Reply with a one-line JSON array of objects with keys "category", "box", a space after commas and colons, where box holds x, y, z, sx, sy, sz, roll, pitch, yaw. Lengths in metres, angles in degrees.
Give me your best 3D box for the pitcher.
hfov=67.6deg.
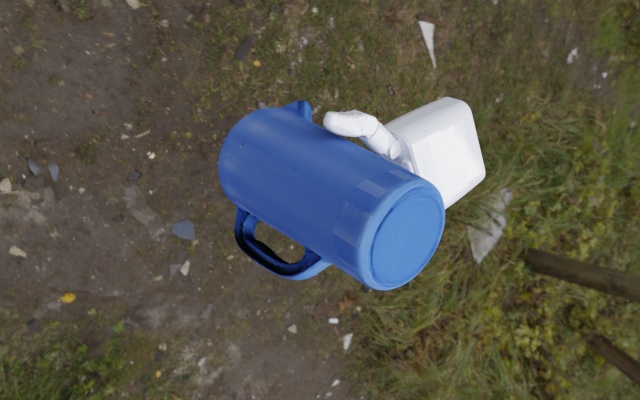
[{"category": "pitcher", "box": [0.000, 0.002, 0.502, 0.145, 0.149, 0.242, -28, 36, -27]}]
